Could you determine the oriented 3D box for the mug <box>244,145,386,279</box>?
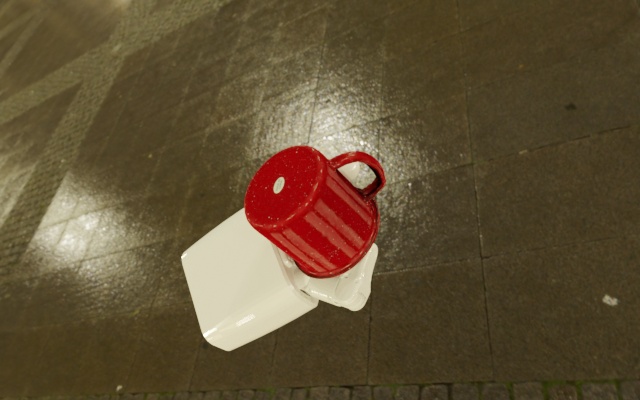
[{"bbox_3d":[0.001,0.000,0.400,0.117,0.093,0.081,-33,-46,15],"label":"mug"}]
